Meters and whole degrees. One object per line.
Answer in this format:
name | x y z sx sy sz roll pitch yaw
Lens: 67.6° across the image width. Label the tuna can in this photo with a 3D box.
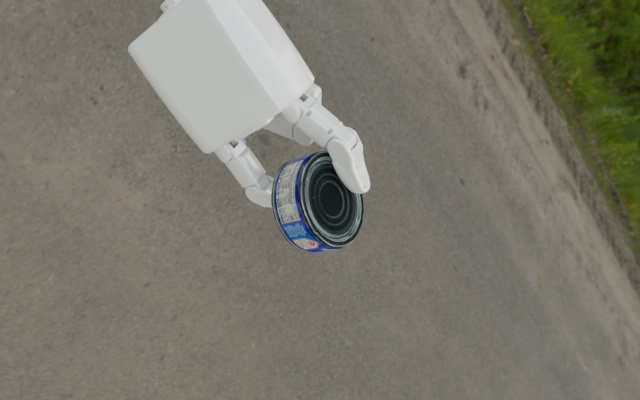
tuna can | 0.001 0.001 0.413 0.034 0.086 0.086 -13 -9 40
